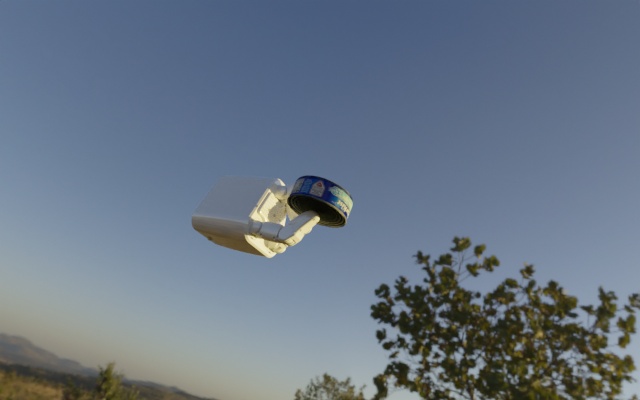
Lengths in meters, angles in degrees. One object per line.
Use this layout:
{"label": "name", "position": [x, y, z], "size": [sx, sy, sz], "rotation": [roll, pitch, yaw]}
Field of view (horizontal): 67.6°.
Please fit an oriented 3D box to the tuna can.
{"label": "tuna can", "position": [0.000, 0.002, 0.648], "size": [0.086, 0.033, 0.086], "rotation": [20, -23, 8]}
